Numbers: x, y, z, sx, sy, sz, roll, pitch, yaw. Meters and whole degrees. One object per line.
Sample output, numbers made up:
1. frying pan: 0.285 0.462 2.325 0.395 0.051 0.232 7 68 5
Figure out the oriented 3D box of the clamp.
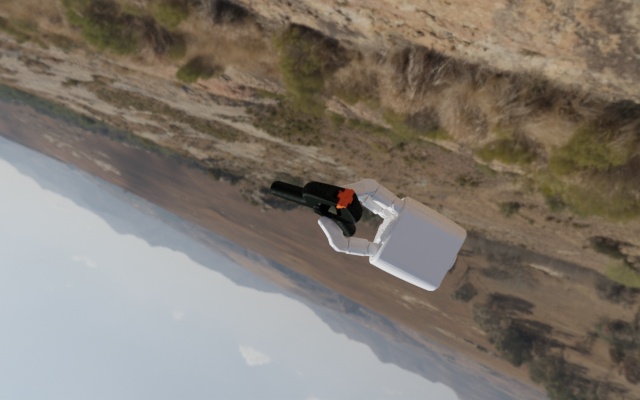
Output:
1. clamp: 0.000 0.003 0.729 0.164 0.036 0.210 28 -12 -3
